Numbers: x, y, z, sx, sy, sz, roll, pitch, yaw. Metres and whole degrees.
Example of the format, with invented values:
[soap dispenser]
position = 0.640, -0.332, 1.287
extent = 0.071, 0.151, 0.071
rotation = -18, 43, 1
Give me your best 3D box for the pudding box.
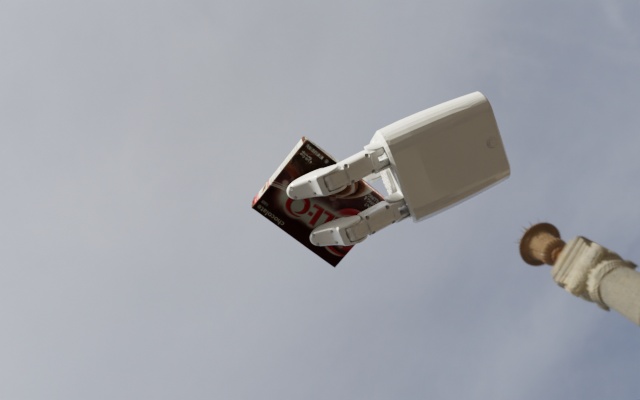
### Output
[pudding box]
position = 0.000, 0.002, 0.495
extent = 0.113, 0.090, 0.039
rotation = 37, 11, -12
